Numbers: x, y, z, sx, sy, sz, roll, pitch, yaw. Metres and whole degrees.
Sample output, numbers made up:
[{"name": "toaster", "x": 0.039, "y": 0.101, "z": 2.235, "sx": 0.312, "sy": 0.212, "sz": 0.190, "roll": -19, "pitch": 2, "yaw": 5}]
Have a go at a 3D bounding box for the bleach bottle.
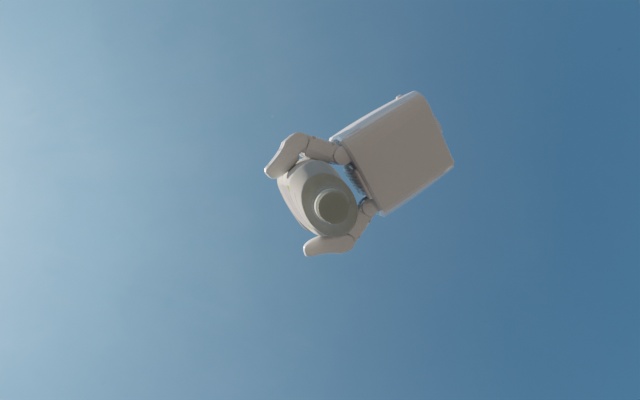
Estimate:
[{"name": "bleach bottle", "x": 0.000, "y": 0.002, "z": 0.539, "sx": 0.068, "sy": 0.102, "sz": 0.251, "roll": -33, "pitch": 9, "yaw": -3}]
